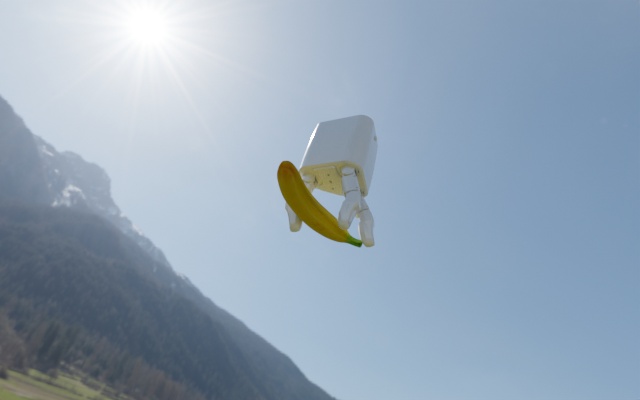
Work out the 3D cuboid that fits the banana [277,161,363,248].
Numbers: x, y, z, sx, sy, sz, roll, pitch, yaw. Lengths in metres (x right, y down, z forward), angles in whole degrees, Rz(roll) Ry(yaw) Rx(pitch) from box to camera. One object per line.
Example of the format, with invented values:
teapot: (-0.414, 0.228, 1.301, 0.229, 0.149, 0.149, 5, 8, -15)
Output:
banana: (-0.012, 0.006, 0.700, 0.069, 0.037, 0.198, -8, -40, 39)
